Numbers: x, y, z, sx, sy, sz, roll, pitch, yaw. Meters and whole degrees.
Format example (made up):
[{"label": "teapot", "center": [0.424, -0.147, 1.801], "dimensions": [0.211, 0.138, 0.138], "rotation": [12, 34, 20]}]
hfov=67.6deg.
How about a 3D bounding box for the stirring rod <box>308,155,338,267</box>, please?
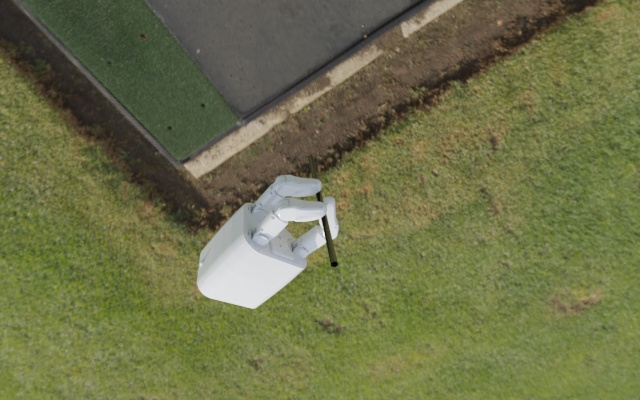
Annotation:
[{"label": "stirring rod", "center": [0.000, 0.002, 0.612], "dimensions": [0.011, 0.011, 0.239], "rotation": [0, 34, -9]}]
